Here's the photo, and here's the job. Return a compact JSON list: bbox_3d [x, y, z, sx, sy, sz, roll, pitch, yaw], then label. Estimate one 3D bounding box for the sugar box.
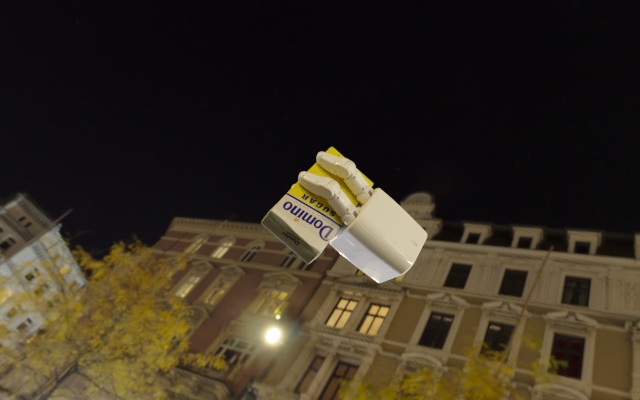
[{"bbox_3d":[0.001,0.002,0.715,0.048,0.093,0.176,-48,2,47],"label":"sugar box"}]
